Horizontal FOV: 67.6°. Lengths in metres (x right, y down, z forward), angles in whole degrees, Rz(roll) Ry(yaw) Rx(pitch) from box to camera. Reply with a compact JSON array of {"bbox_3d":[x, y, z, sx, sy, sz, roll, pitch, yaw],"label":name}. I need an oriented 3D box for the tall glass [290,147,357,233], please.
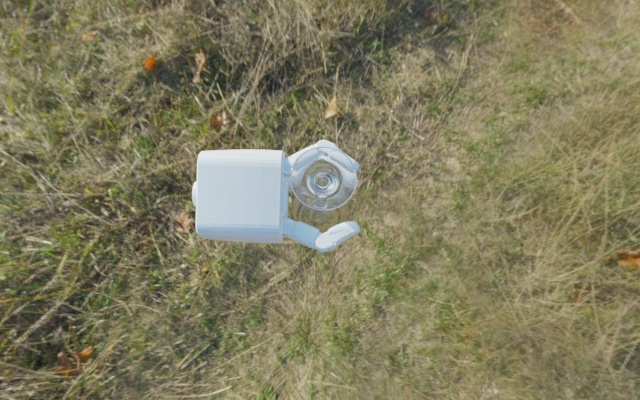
[{"bbox_3d":[0.000,0.002,0.620,0.079,0.079,0.201,0,-16,-1],"label":"tall glass"}]
